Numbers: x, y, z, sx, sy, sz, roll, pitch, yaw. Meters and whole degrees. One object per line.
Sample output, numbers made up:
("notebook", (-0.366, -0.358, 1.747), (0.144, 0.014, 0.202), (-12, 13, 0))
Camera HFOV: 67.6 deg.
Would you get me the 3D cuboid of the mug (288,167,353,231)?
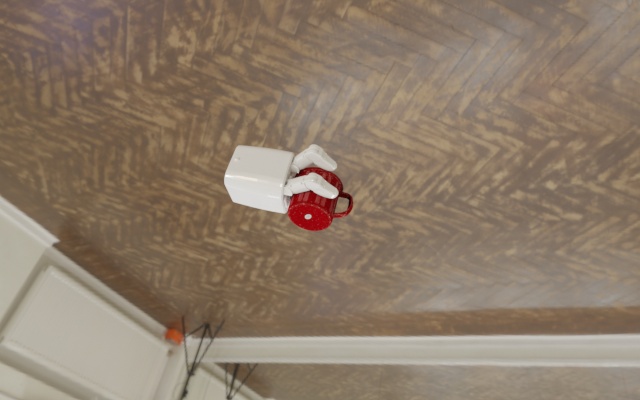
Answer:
("mug", (0.002, 0.003, 0.856), (0.117, 0.081, 0.093), (11, -38, 5))
